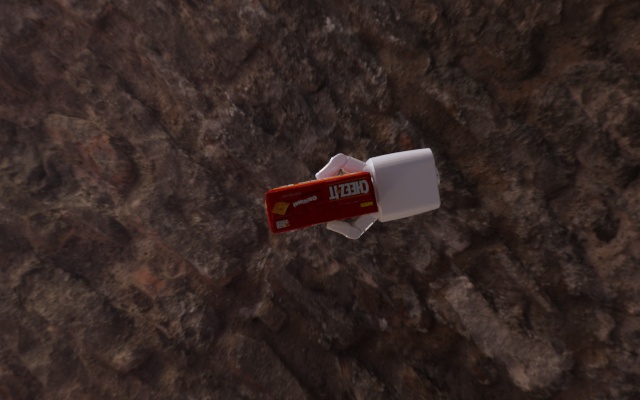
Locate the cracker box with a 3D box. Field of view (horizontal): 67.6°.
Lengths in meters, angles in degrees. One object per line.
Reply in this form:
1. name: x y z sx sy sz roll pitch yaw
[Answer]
1. cracker box: 0.000 0.003 0.809 0.164 0.072 0.213 -12 -1 -1
